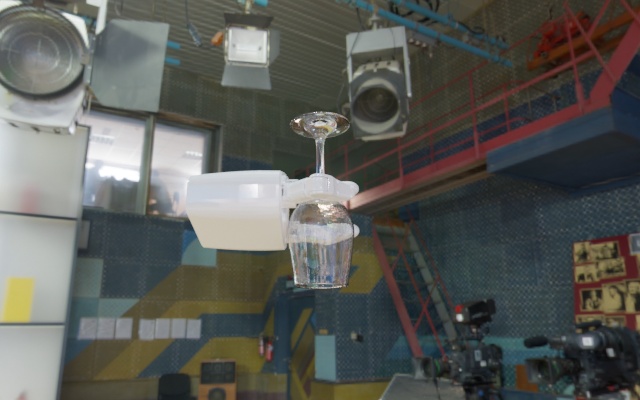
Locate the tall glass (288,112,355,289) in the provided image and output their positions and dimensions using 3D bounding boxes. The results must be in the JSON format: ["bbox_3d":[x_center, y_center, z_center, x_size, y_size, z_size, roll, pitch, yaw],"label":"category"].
[{"bbox_3d":[0.000,0.001,0.568,0.079,0.201,0.079,-1,-15,0],"label":"tall glass"}]
